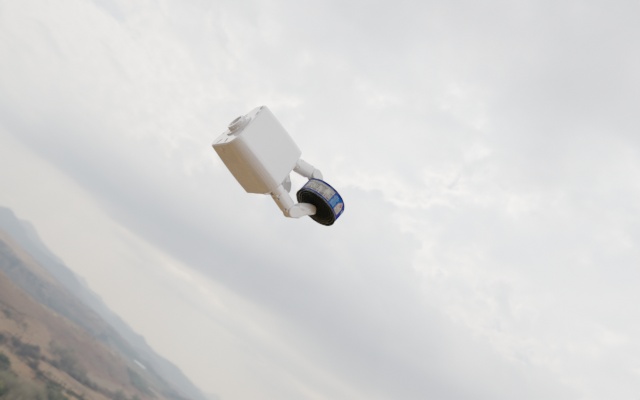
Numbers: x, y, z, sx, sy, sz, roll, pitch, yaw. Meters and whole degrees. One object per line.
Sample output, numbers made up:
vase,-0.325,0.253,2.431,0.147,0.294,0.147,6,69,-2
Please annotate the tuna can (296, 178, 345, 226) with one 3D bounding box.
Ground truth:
tuna can,0.001,0.002,0.839,0.086,0.086,0.033,0,40,52
